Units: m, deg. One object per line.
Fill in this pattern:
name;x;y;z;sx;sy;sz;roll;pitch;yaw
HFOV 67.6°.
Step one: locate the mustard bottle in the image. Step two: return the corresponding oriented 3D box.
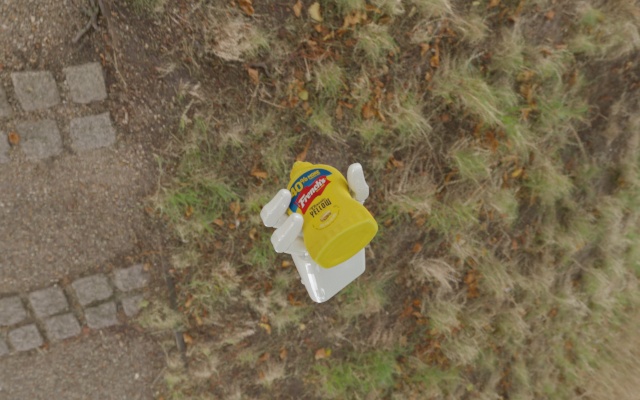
mustard bottle;0.000;0.002;0.686;0.058;0.096;0.191;44;10;-44
